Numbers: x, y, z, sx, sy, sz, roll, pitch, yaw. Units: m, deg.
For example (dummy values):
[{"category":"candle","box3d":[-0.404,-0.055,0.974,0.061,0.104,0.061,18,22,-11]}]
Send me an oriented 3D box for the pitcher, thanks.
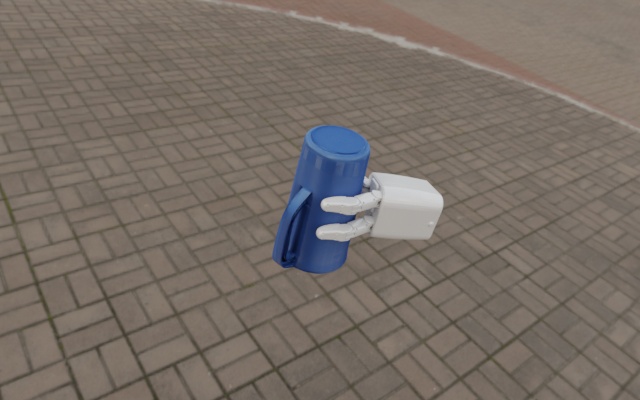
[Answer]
[{"category":"pitcher","box3d":[0.000,0.003,0.818,0.145,0.243,0.149,6,36,-9]}]
